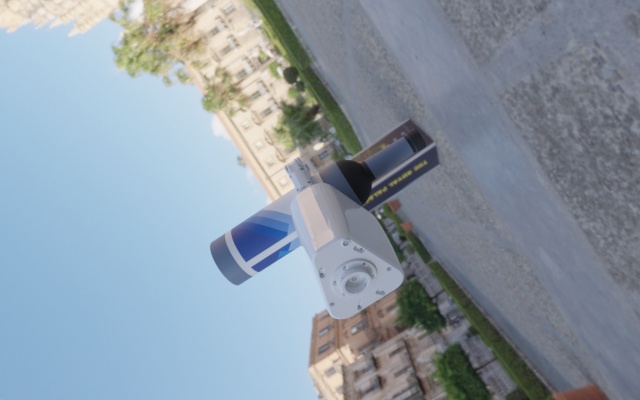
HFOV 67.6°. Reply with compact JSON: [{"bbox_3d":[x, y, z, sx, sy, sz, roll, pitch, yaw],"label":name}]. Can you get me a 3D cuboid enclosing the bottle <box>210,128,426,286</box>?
[{"bbox_3d":[0.000,0.002,0.602,0.296,0.069,0.069,-33,-4,6],"label":"bottle"}]
